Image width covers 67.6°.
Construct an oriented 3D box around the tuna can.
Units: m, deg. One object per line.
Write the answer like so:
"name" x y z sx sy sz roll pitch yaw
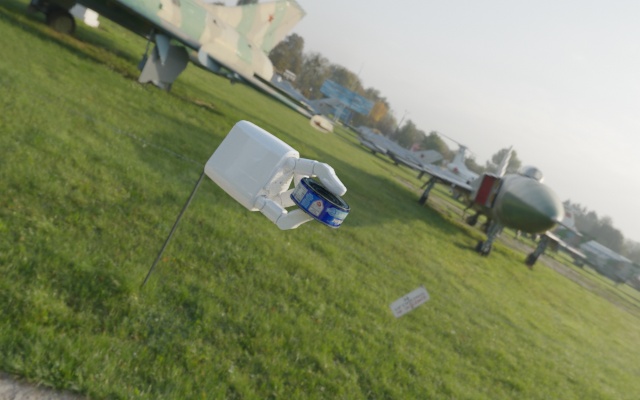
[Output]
"tuna can" 0.000 0.002 0.692 0.086 0.034 0.086 33 11 -7
